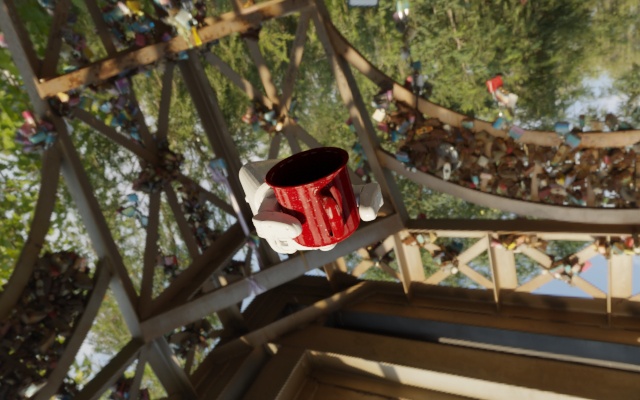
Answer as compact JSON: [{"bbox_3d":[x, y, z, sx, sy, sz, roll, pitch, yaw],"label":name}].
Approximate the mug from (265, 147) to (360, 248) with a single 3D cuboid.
[{"bbox_3d":[0.001,0.002,0.512,0.093,0.081,0.117,-24,27,-11],"label":"mug"}]
